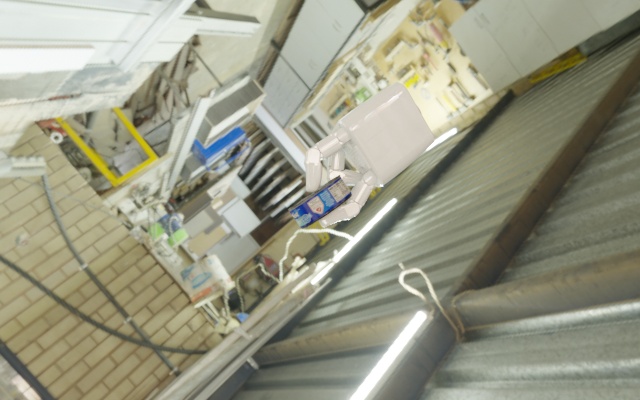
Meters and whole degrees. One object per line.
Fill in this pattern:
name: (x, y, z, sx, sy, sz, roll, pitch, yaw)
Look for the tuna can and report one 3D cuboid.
tuna can: (0.000, 0.003, 0.650, 0.086, 0.034, 0.086, -34, 3, 2)
